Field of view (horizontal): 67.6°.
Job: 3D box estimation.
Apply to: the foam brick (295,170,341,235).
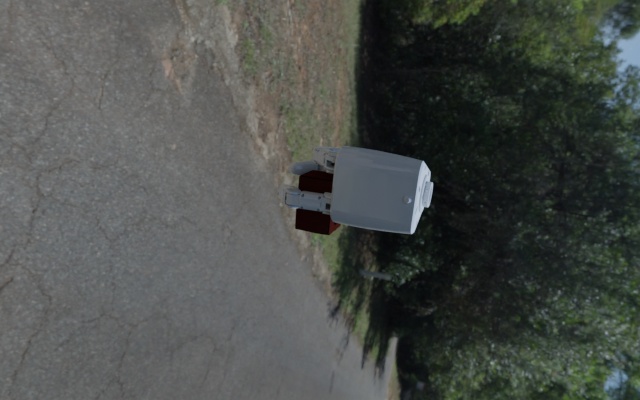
[{"bbox_3d":[0.000,0.002,0.657,0.051,0.078,0.053,10,16,18],"label":"foam brick"}]
